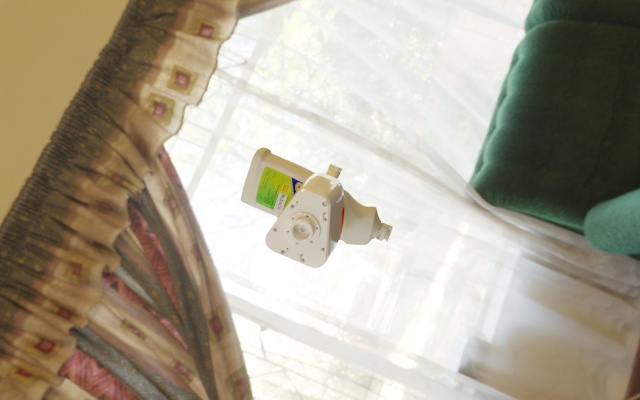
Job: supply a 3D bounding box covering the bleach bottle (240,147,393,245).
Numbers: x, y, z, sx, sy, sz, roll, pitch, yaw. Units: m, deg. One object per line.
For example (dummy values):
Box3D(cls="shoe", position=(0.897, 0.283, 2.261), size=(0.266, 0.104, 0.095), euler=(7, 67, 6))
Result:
Box3D(cls="bleach bottle", position=(0.000, 0.003, 0.789), size=(0.251, 0.102, 0.068), euler=(21, 17, 4))
